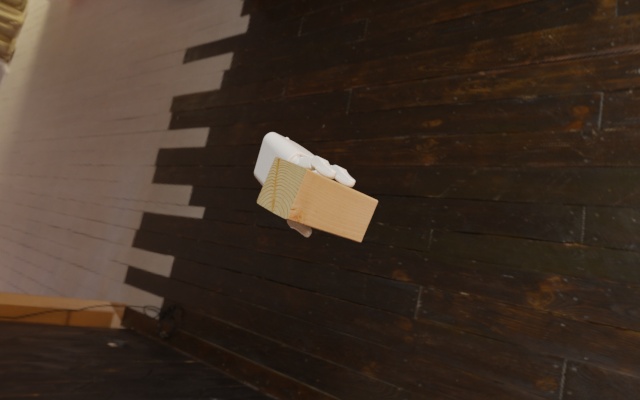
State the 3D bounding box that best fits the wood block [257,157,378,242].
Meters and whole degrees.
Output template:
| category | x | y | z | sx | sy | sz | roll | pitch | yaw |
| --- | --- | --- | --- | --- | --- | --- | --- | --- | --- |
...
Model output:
| category | x | y | z | sx | sy | sz | roll | pitch | yaw |
| --- | --- | --- | --- | --- | --- | --- | --- | --- | --- |
| wood block | 0.000 | 0.003 | 0.871 | 0.090 | 0.091 | 0.206 | 25 | 3 | 44 |
